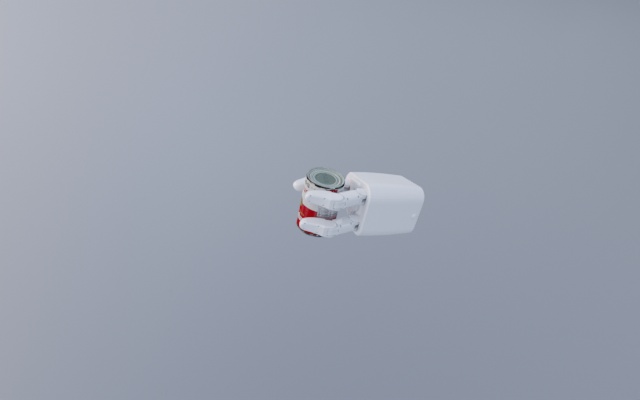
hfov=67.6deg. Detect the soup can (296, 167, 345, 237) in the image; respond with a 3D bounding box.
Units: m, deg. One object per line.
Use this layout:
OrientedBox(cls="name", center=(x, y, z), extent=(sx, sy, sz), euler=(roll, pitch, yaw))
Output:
OrientedBox(cls="soup can", center=(0.000, 0.002, 0.814), extent=(0.068, 0.102, 0.068), euler=(9, 33, -6))
